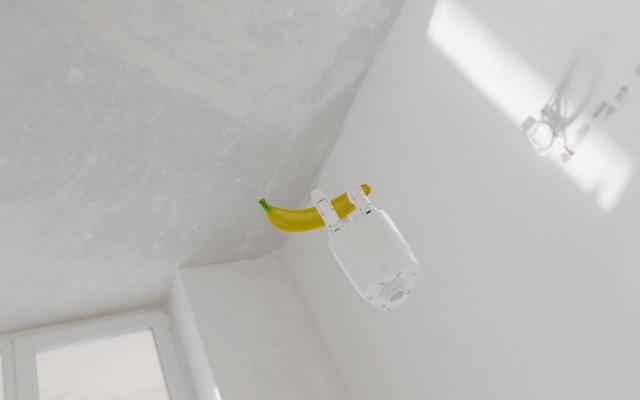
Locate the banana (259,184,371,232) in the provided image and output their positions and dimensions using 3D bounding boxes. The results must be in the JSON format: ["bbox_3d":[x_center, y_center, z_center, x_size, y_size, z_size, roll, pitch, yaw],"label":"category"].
[{"bbox_3d":[-0.005,0.017,0.802,0.198,0.070,0.037,-10,44,-22],"label":"banana"}]
